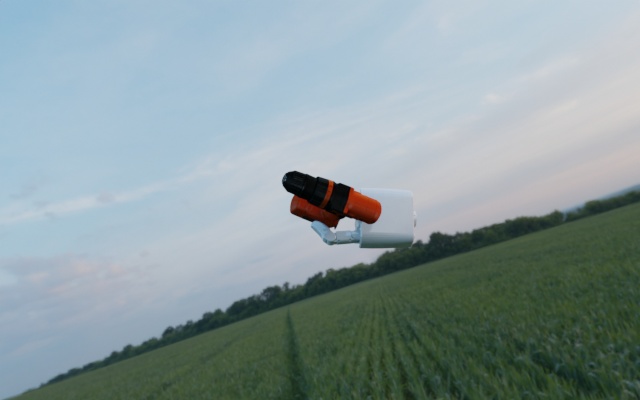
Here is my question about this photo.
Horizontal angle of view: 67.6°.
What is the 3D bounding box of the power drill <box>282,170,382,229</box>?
[{"bbox_3d":[0.000,0.003,0.890,0.184,0.057,0.187,22,-12,-13],"label":"power drill"}]
